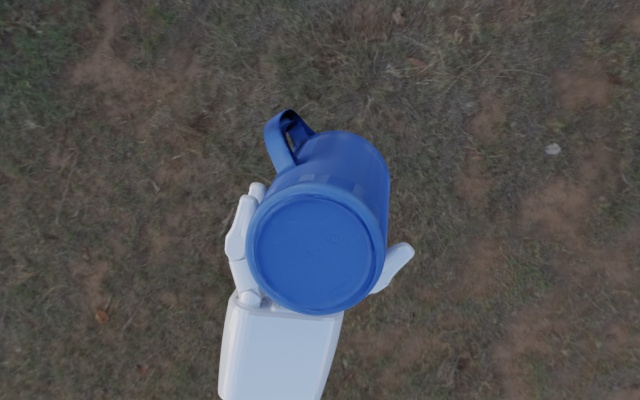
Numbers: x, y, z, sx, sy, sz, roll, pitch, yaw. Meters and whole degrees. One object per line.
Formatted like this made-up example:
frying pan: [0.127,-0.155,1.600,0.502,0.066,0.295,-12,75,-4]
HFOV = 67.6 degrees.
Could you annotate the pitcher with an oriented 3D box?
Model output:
pitcher: [0.000,0.002,0.467,0.149,0.145,0.242,15,15,2]
